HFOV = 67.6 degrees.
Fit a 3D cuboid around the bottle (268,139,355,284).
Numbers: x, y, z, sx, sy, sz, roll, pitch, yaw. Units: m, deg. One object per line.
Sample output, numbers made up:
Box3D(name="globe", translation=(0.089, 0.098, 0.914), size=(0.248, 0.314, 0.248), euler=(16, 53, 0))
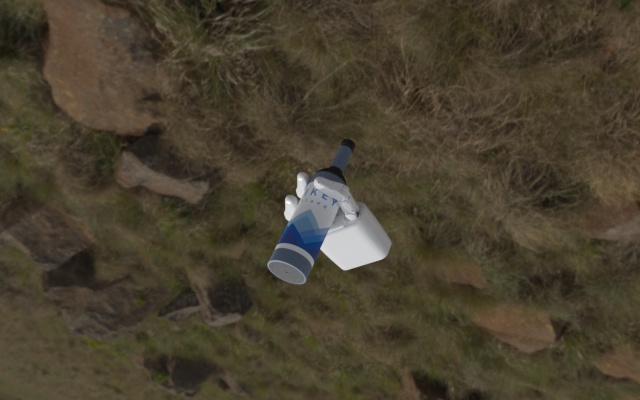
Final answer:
Box3D(name="bottle", translation=(0.000, 0.003, 0.831), size=(0.069, 0.295, 0.069), euler=(18, -34, 12))
